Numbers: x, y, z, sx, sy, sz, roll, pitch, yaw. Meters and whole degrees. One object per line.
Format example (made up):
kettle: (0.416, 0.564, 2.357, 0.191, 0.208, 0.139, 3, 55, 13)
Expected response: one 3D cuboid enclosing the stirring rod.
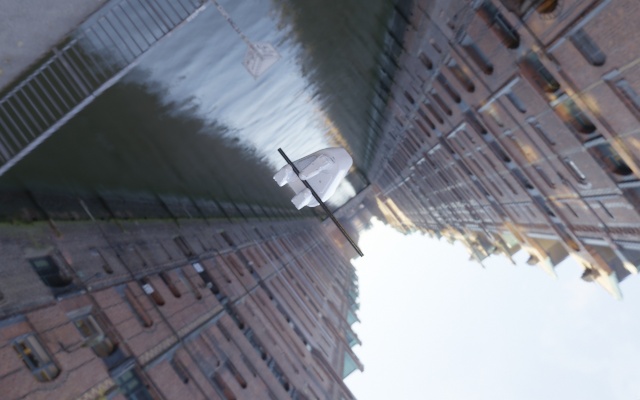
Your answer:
stirring rod: (0.000, 0.003, 0.837, 0.011, 0.239, 0.011, -38, -4, -3)
